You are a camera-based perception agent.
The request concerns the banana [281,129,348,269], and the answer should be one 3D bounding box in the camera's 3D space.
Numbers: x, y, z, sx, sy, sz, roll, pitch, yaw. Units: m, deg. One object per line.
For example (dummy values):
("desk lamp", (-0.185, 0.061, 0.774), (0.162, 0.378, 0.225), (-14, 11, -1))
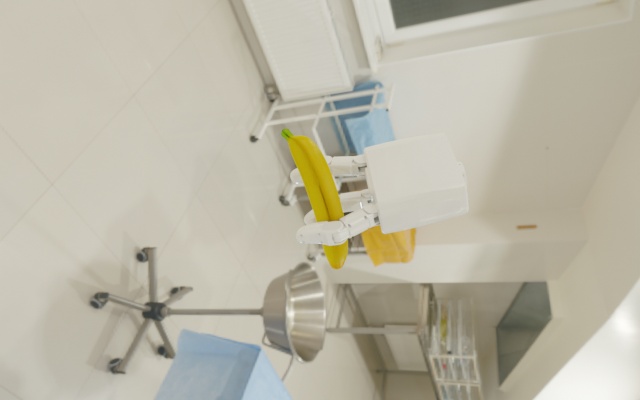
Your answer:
("banana", (0.003, 0.001, 0.596), (0.037, 0.198, 0.069), (-20, 11, -9))
